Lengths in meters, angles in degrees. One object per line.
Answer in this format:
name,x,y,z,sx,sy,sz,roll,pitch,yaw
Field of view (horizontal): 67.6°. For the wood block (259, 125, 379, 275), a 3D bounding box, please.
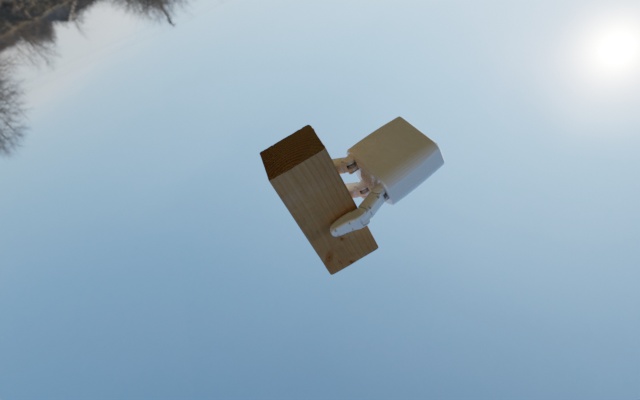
wood block,0.001,0.002,0.730,0.090,0.206,0.090,-30,34,2
